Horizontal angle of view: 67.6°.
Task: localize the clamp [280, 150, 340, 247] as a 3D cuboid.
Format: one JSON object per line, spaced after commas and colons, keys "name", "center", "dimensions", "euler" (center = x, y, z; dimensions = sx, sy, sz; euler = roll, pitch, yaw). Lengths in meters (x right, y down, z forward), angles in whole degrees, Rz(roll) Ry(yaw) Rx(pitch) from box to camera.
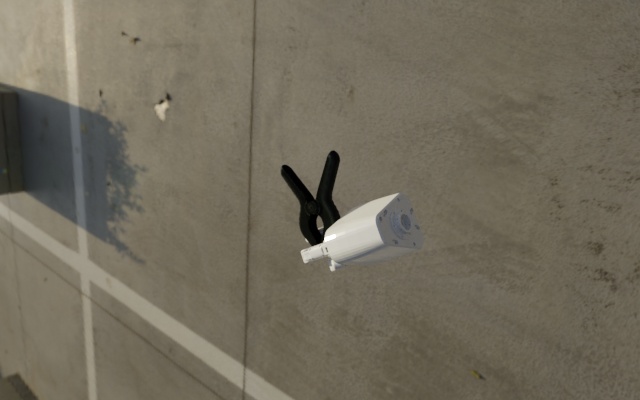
{"name": "clamp", "center": [0.000, 0.003, 0.790], "dimensions": [0.120, 0.171, 0.039], "euler": [-24, -7, 42]}
